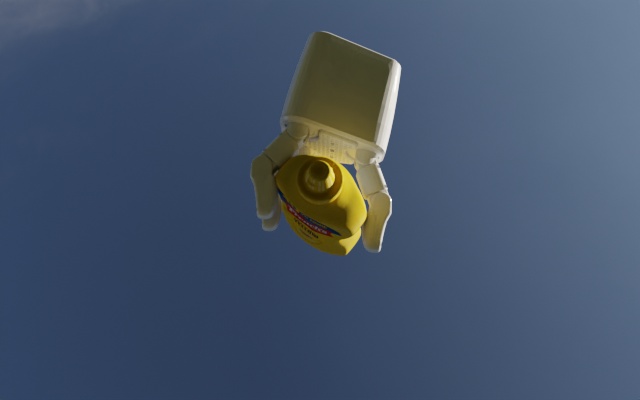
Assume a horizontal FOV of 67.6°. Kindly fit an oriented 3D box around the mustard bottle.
[{"bbox_3d":[0.000,0.002,0.479,0.096,0.058,0.192,38,-13,10],"label":"mustard bottle"}]
